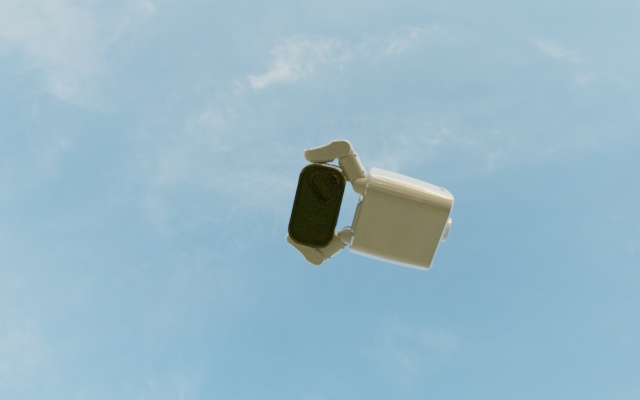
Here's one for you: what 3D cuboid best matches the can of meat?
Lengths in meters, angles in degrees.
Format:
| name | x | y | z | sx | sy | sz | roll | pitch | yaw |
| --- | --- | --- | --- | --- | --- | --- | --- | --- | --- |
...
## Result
| name | x | y | z | sx | sy | sz | roll | pitch | yaw |
| --- | --- | --- | --- | --- | --- | --- | --- | --- | --- |
| can of meat | 0.000 | 0.002 | 0.617 | 0.057 | 0.102 | 0.084 | 14 | 9 | 5 |
